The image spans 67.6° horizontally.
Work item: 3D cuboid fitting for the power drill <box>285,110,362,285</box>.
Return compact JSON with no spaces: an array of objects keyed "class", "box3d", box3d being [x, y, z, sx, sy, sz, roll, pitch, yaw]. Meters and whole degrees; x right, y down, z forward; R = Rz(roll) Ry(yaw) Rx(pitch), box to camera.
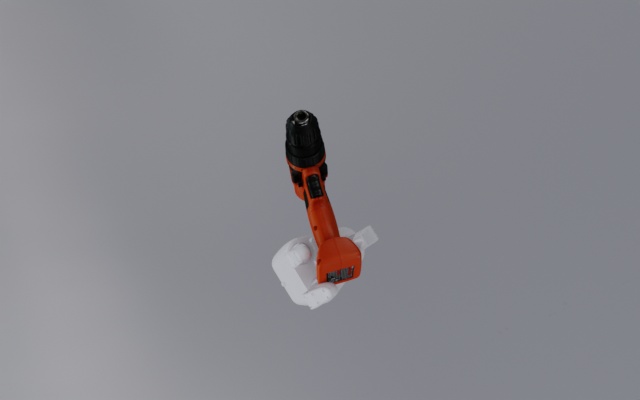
[{"class":"power drill","box3d":[0.000,0.003,0.602,0.057,0.187,0.184,-14,-26,-3]}]
